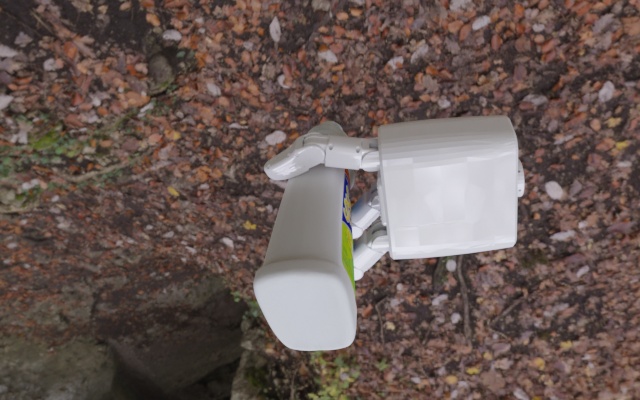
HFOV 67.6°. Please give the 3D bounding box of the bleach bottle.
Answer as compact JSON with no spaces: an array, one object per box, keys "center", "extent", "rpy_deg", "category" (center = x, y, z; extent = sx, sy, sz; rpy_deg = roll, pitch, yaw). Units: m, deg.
[{"center":[0.000,0.002,0.437],"extent":[0.068,0.103,0.250],"rpy_deg":[-5,42,11],"category":"bleach bottle"}]
